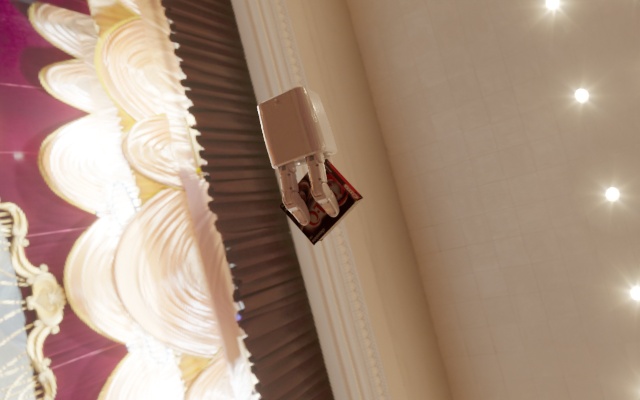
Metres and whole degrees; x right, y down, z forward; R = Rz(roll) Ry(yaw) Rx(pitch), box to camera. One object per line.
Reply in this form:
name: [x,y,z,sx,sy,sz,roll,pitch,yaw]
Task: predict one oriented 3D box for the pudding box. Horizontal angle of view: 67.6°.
pudding box: [0.000,0.002,0.775,0.113,0.090,0.039,-49,-14,29]
